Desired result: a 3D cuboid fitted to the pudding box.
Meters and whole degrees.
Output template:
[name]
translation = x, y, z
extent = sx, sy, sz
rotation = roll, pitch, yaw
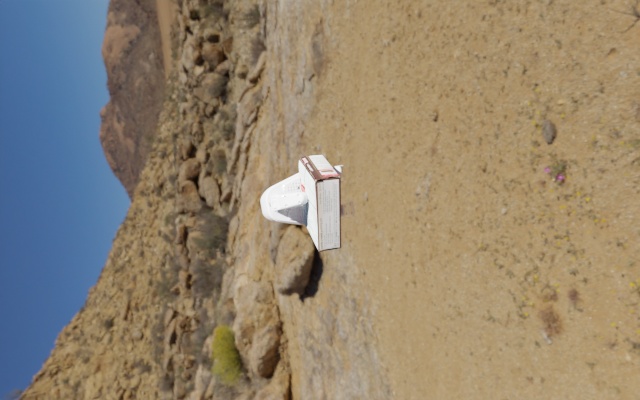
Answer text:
[pudding box]
translation = 0.000, 0.002, 0.677
extent = 0.039, 0.113, 0.090
rotation = -11, 28, -13
